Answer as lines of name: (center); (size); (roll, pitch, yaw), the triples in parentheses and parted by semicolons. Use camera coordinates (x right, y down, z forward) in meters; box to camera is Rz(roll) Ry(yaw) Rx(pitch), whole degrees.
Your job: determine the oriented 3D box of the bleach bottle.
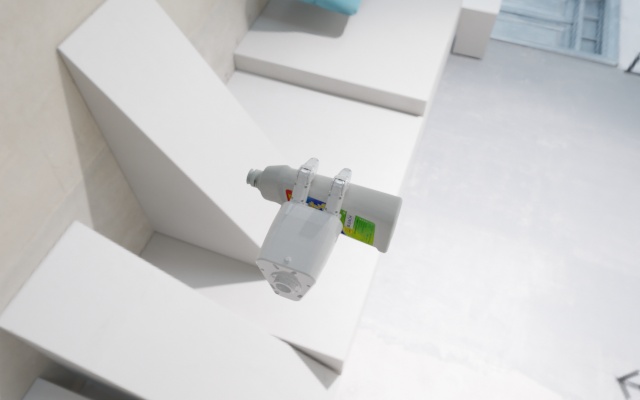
bleach bottle: (0.000, 0.002, 0.772); (0.251, 0.068, 0.103); (18, -35, 11)
